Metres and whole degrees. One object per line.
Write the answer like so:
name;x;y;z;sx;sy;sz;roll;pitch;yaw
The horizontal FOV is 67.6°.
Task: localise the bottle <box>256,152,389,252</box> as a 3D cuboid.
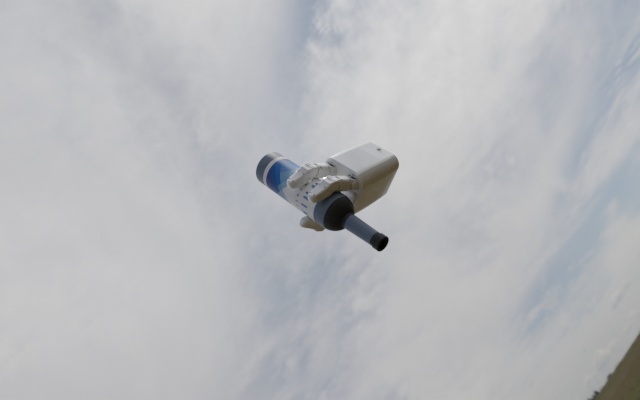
bottle;0.000;0.003;0.833;0.295;0.069;0.069;34;22;36
